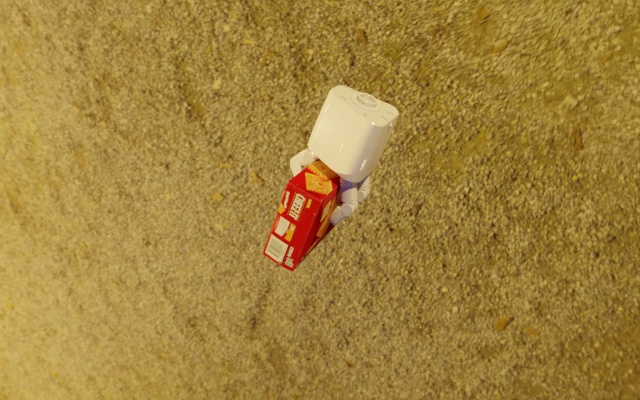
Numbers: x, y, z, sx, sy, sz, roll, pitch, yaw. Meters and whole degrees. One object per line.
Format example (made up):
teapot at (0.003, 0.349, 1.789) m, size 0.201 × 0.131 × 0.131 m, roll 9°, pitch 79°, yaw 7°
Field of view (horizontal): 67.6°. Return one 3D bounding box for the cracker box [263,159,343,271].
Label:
cracker box at (0.000, 0.003, 0.839) m, size 0.072 × 0.164 × 0.213 m, roll 31°, pitch 37°, yaw 13°
